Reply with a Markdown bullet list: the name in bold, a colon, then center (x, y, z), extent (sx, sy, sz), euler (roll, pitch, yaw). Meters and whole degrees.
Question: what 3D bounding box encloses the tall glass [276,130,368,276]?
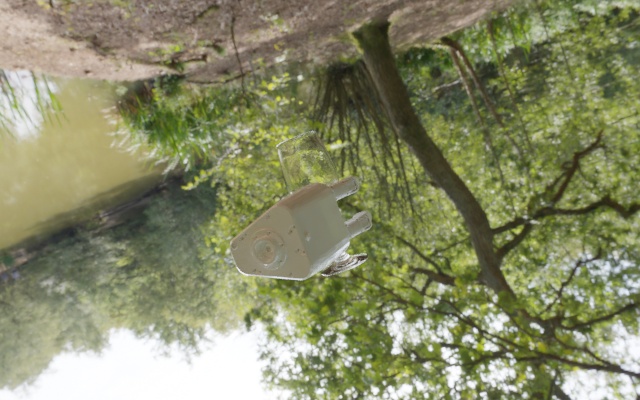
- **tall glass**: center (0.000, 0.003, 0.695), extent (0.079, 0.201, 0.079), euler (-21, 4, 2)
